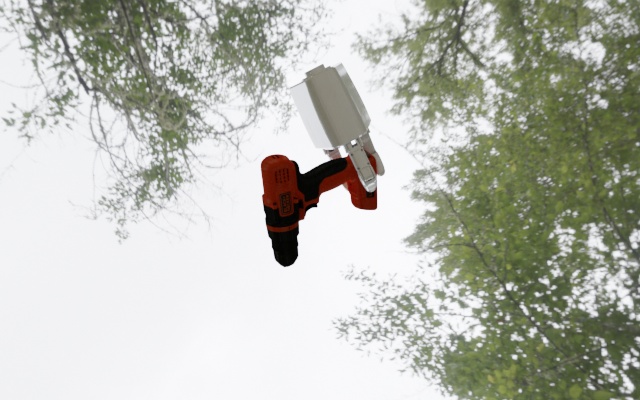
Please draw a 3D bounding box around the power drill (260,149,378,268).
[{"bbox_3d":[0.000,0.002,0.750,0.187,0.184,0.057,-17,30,-25],"label":"power drill"}]
